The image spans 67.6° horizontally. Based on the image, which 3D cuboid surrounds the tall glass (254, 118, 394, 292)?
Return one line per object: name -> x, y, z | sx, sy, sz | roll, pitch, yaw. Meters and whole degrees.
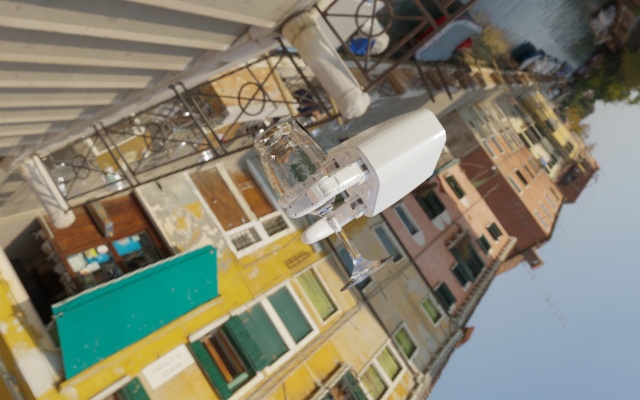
tall glass -> 0.000, 0.002, 0.562 | 0.079, 0.201, 0.079 | -33, -6, -4
